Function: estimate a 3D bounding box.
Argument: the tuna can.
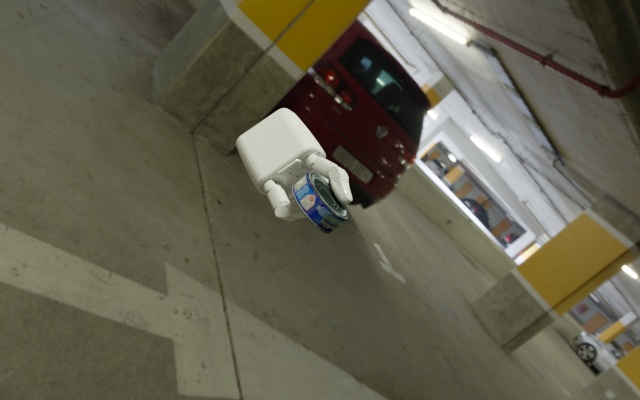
[{"bbox_3d":[0.001,0.002,0.668,0.034,0.086,0.086,-39,-13,16],"label":"tuna can"}]
